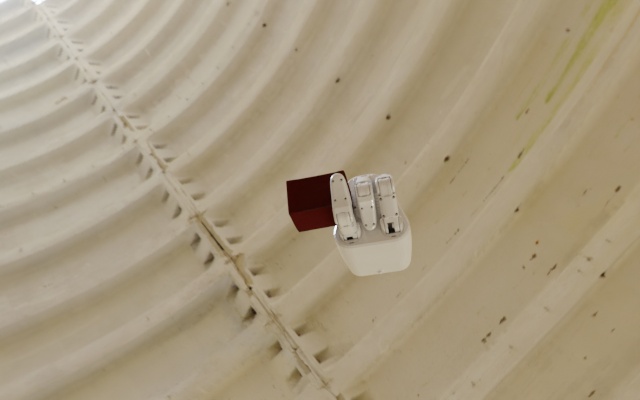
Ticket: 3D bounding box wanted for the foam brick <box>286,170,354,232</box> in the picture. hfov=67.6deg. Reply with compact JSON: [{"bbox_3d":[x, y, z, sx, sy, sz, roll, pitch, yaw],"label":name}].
[{"bbox_3d":[0.000,0.002,0.618,0.078,0.053,0.051,-10,-33,8],"label":"foam brick"}]
